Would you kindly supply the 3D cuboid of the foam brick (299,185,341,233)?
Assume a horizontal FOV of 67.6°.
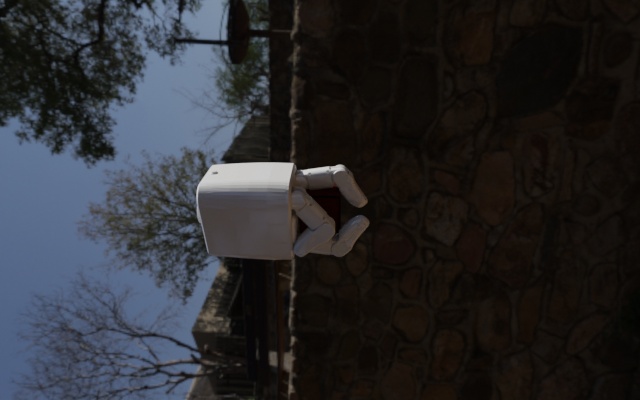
[{"bbox_3d":[0.000,0.002,0.613,0.051,0.053,0.078,0,23,2],"label":"foam brick"}]
